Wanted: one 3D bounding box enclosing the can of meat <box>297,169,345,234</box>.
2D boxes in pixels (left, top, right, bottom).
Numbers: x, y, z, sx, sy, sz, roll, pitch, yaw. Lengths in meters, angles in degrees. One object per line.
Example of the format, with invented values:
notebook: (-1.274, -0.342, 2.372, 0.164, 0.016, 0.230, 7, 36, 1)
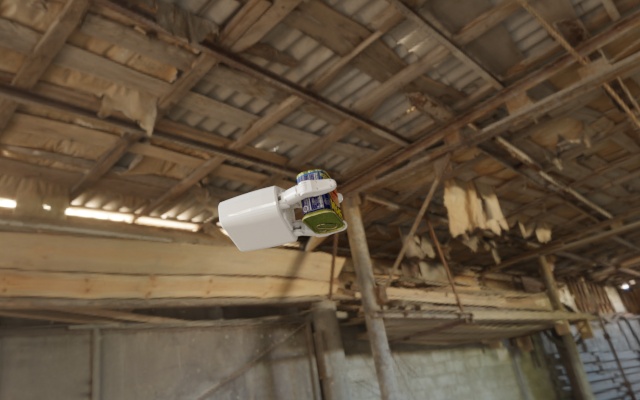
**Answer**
can of meat: (0.000, 0.002, 0.829, 0.057, 0.084, 0.102, -16, -24, 12)
